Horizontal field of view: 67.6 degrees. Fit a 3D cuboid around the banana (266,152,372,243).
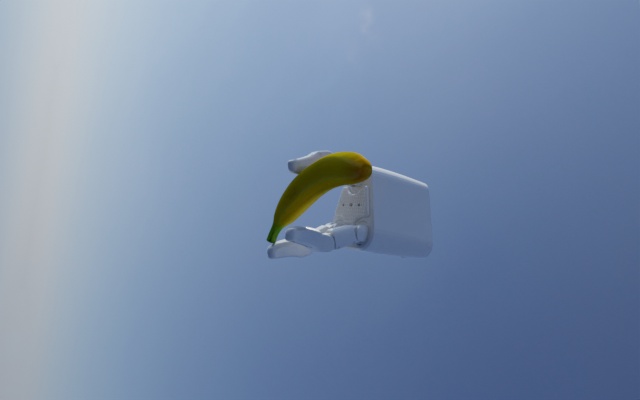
[{"bbox_3d":[-0.002,-0.013,0.541,0.037,0.069,0.198,16,-33,-28],"label":"banana"}]
